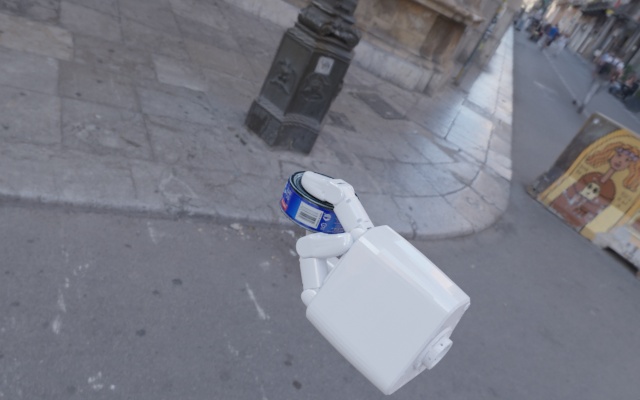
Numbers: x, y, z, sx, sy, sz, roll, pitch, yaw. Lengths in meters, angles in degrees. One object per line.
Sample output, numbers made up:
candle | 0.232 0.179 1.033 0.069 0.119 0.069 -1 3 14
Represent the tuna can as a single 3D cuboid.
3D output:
tuna can | 0.000 0.001 0.526 0.086 0.034 0.086 18 25 -9
